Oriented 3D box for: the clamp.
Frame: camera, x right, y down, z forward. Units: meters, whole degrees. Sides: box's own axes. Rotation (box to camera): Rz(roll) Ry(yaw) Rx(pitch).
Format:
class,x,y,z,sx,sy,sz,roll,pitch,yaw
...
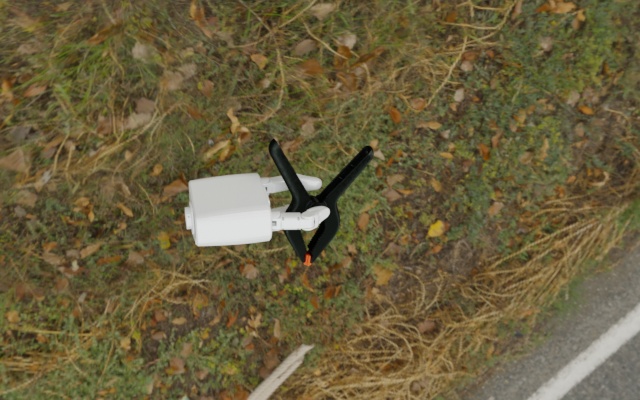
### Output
class,x,y,z,sx,sy,sz,roll,pitch,yaw
clamp,0.000,0.003,0.747,0.164,0.210,0.036,-5,24,-16
